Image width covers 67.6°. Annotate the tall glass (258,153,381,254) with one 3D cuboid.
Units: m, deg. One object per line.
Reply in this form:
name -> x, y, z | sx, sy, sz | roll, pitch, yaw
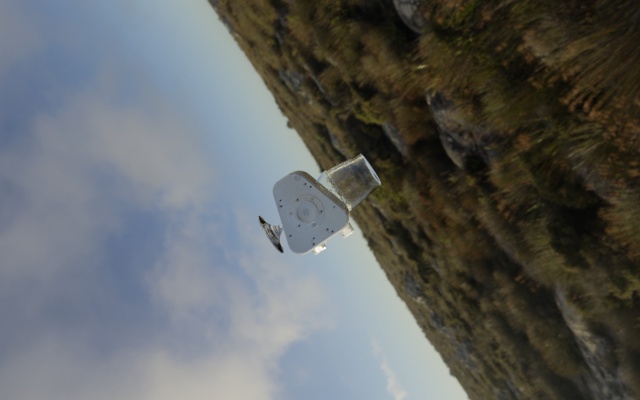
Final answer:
tall glass -> 0.000, 0.003, 0.788 | 0.201, 0.079, 0.079 | -33, -2, 2
